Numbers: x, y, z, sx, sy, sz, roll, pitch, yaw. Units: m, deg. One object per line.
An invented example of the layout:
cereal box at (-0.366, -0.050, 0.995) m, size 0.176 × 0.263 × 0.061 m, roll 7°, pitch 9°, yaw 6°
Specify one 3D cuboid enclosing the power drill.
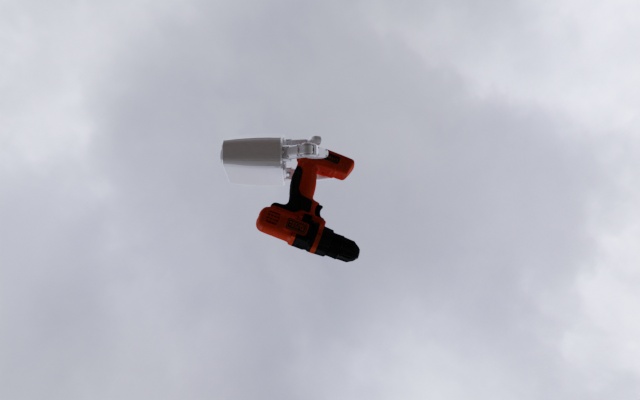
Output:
power drill at (0.000, 0.002, 0.841) m, size 0.184 × 0.187 × 0.057 m, roll 22°, pitch -27°, yaw -5°
